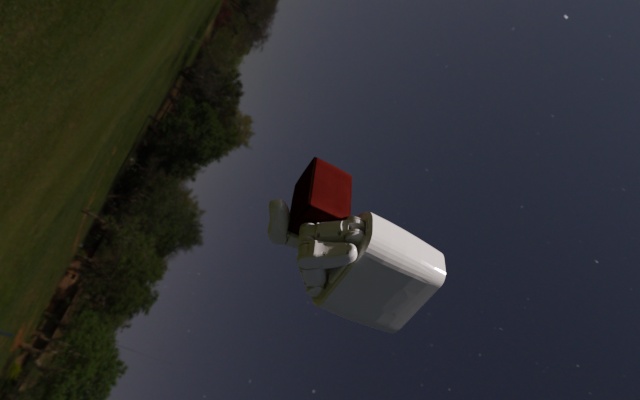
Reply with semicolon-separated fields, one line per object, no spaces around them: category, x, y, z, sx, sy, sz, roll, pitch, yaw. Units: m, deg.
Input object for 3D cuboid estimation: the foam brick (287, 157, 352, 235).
foam brick;0.000;0.001;0.539;0.051;0.078;0.053;24;-46;-17
